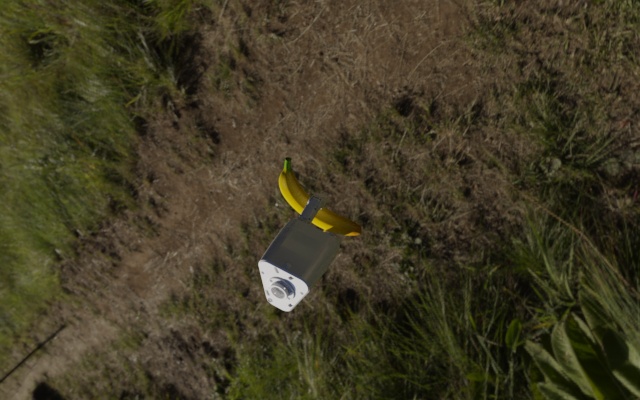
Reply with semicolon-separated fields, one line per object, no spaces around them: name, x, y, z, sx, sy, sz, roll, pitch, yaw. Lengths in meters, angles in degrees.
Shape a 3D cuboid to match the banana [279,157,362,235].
banana;-0.012;0.009;0.899;0.070;0.198;0.037;-42;8;46
